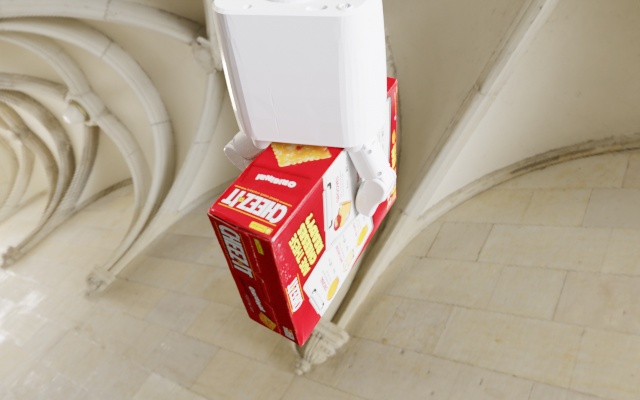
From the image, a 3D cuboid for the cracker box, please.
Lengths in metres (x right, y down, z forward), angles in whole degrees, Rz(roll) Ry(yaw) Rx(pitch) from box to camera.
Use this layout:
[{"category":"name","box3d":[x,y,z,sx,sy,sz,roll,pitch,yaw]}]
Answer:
[{"category":"cracker box","box3d":[0.000,0.001,0.455,0.072,0.164,0.213,20,53,25]}]
